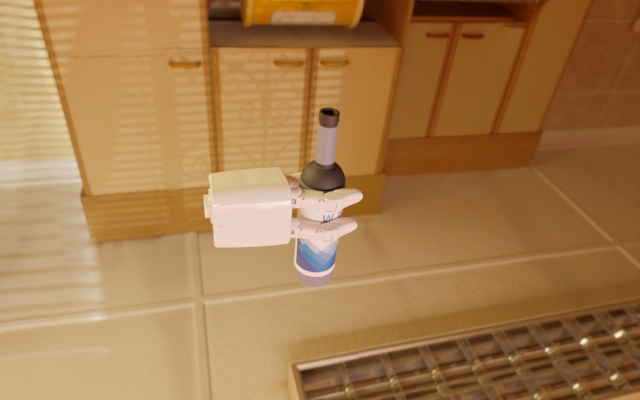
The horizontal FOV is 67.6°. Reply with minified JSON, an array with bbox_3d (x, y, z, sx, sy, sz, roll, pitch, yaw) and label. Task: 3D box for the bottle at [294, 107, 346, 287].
[{"bbox_3d":[0.000,0.002,0.706,0.069,0.296,0.069,4,37,-3],"label":"bottle"}]
